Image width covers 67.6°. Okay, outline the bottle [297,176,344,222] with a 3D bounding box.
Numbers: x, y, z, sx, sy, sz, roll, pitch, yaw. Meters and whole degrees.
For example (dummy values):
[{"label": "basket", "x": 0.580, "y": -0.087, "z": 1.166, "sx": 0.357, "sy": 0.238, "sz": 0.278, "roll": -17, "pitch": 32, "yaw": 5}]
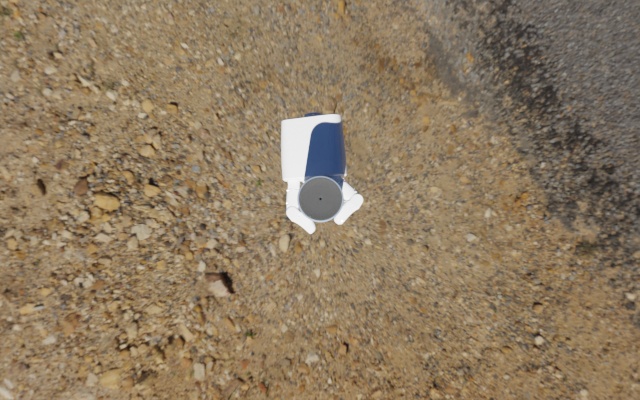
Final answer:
[{"label": "bottle", "x": 0.000, "y": 0.003, "z": 0.824, "sx": 0.069, "sy": 0.069, "sz": 0.296, "roll": 0, "pitch": -2, "yaw": 0}]
